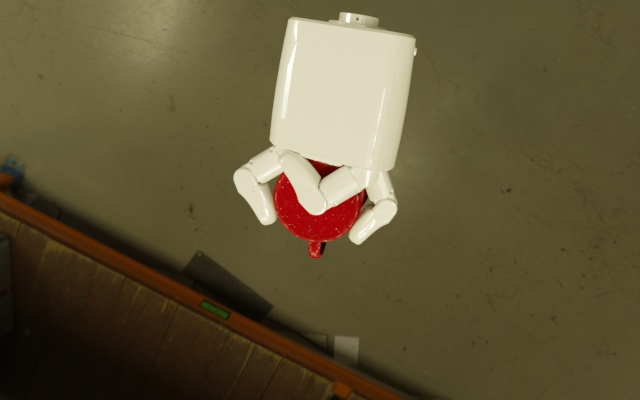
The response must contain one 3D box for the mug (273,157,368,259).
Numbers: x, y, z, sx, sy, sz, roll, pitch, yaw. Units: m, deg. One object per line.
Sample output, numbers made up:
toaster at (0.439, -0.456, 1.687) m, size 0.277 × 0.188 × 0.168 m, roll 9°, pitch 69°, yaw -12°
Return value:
mug at (0.000, 0.003, 0.471) m, size 0.093 × 0.117 × 0.081 m, roll 10°, pitch 18°, yaw 6°
